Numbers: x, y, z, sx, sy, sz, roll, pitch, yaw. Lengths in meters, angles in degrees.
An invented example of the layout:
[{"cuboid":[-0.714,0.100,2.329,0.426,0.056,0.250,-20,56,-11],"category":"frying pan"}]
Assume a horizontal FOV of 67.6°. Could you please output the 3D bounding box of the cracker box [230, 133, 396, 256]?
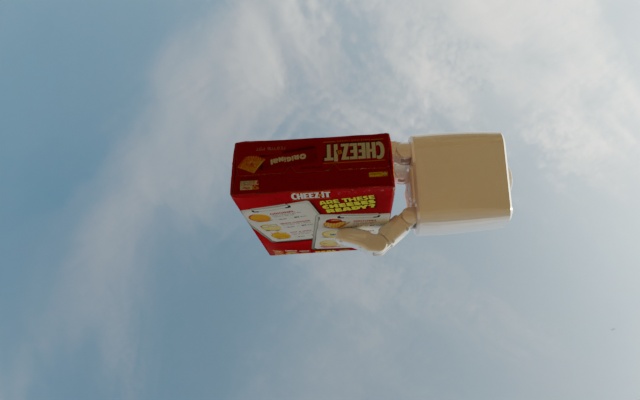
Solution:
[{"cuboid":[0.000,0.002,0.571,0.164,0.072,0.214,-4,-23,4],"category":"cracker box"}]
